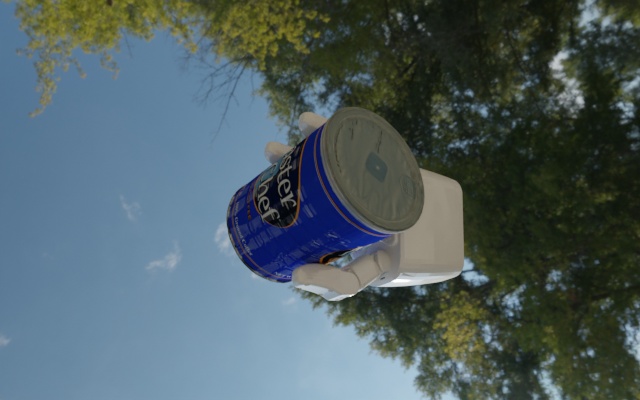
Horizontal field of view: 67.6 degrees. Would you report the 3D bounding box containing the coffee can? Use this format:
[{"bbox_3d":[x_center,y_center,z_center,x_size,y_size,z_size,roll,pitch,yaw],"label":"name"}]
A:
[{"bbox_3d":[0.000,0.001,0.402,0.103,0.102,0.140,0,-22,-42],"label":"coffee can"}]
